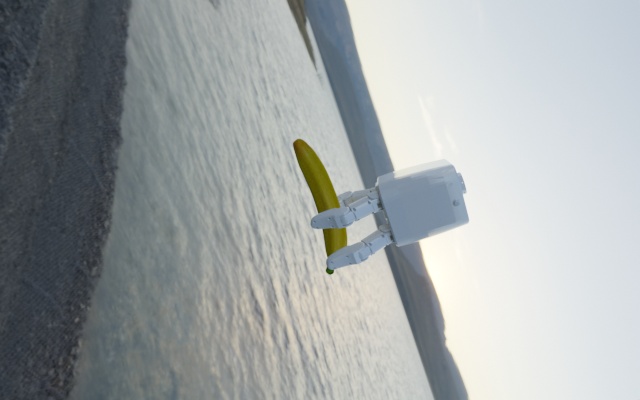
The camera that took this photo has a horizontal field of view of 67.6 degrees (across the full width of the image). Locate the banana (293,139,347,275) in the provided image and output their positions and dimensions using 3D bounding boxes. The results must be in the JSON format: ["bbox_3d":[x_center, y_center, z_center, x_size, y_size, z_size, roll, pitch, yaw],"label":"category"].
[{"bbox_3d":[0.005,0.004,0.700,0.037,0.198,0.069,-16,0,14],"label":"banana"}]
